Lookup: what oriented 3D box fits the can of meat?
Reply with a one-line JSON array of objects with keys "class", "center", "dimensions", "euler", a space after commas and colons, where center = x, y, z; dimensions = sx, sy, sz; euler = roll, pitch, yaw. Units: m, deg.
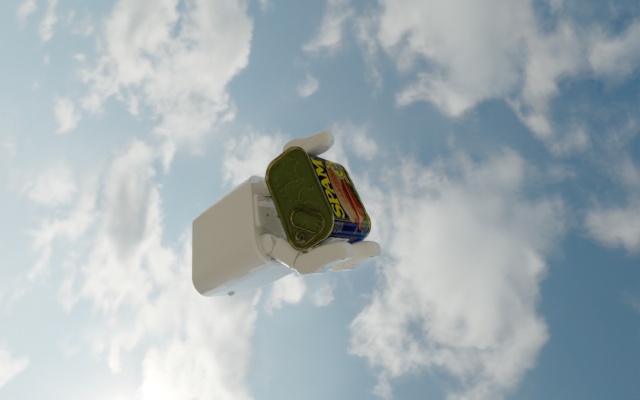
[{"class": "can of meat", "center": [0.000, 0.002, 0.499], "dimensions": [0.057, 0.102, 0.084], "euler": [-34, -24, 26]}]
